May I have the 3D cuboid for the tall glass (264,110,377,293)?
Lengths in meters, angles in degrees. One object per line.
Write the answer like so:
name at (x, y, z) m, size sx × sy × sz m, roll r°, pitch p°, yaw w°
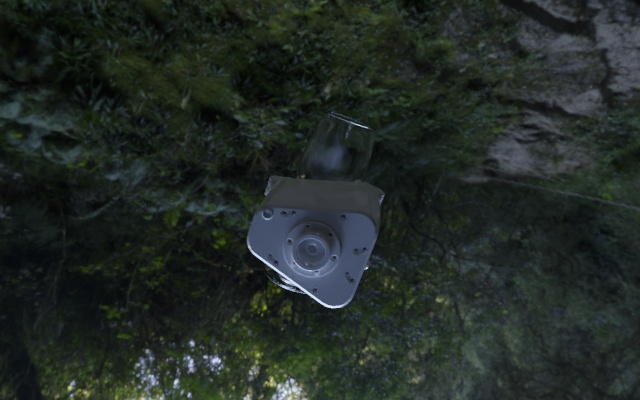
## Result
tall glass at (0.000, 0.002, 0.551) m, size 0.079 × 0.201 × 0.079 m, roll 19°, pitch 14°, yaw -5°
